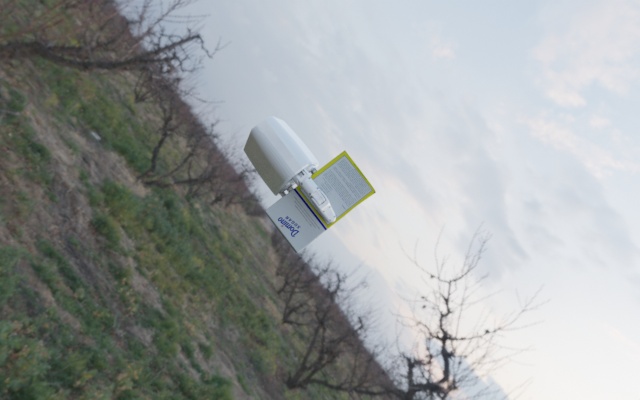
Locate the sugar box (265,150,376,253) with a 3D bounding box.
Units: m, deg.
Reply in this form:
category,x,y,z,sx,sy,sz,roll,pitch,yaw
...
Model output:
category,x,y,z,sx,sy,sz,roll,pitch,yaw
sugar box,0.000,0.003,0.832,0.176,0.093,0.048,-37,-3,-7
